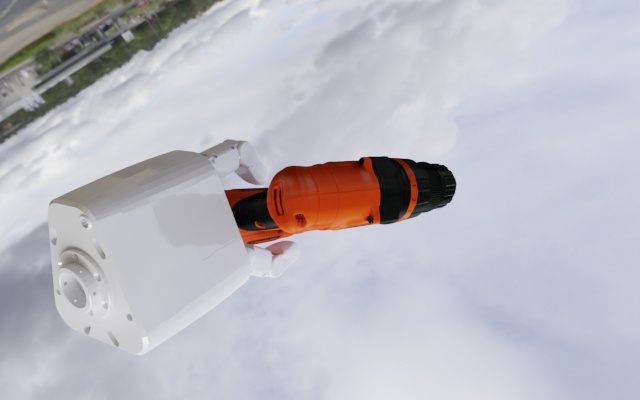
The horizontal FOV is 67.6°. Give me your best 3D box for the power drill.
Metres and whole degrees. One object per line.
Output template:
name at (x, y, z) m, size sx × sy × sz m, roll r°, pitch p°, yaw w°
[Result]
power drill at (0.000, 0.002, 0.418) m, size 0.184 × 0.057 × 0.188 m, roll -4°, pitch -7°, yaw -40°
